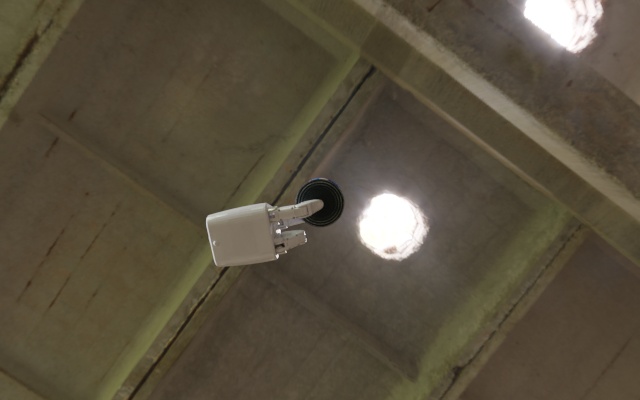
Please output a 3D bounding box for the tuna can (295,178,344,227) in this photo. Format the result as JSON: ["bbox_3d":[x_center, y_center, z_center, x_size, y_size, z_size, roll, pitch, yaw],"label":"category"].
[{"bbox_3d":[0.000,0.003,0.850,0.086,0.086,0.033,0,8,5],"label":"tuna can"}]
